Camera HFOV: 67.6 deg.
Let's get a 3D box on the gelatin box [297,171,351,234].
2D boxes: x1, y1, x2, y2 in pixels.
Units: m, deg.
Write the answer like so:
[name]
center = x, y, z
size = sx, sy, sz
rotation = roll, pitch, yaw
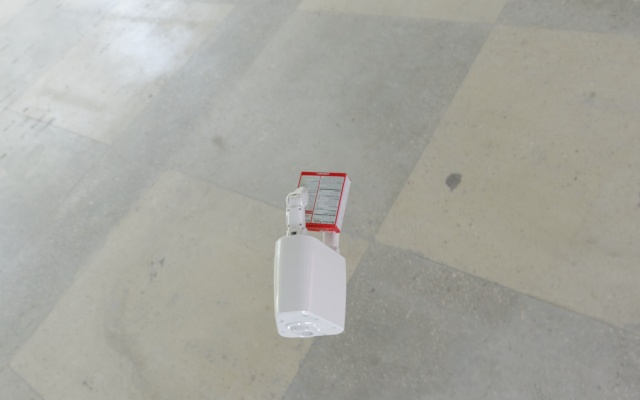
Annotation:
[gelatin box]
center = 0.000, 0.002, 0.705
size = 0.073, 0.089, 0.030
rotation = 3, -24, 22
